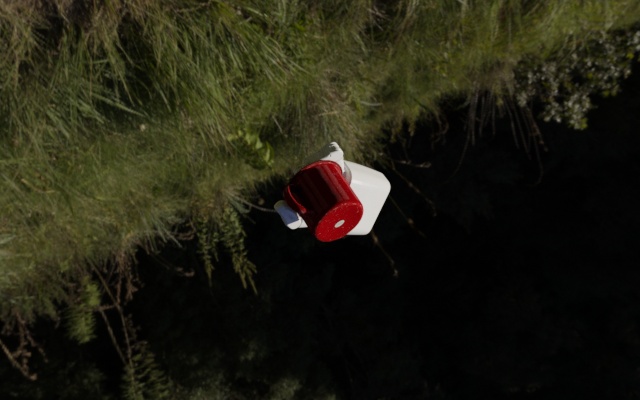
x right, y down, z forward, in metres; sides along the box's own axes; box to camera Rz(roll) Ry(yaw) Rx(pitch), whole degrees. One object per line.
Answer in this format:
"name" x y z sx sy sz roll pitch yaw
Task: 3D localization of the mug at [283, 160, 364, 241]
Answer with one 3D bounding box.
"mug" -0.001 0.002 0.669 0.117 0.093 0.081 8 39 -44
